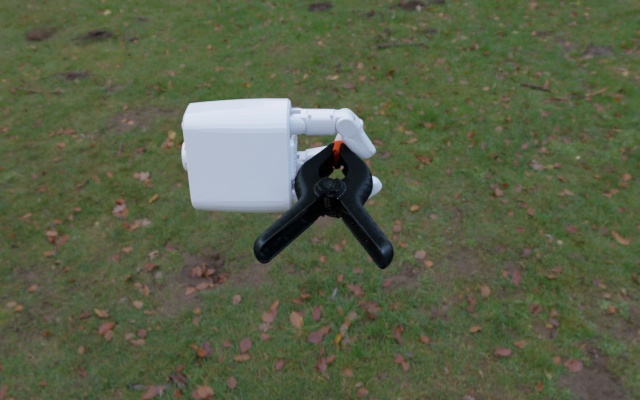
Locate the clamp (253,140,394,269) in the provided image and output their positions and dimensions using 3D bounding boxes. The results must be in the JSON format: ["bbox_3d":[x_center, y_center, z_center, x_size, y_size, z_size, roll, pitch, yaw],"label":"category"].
[{"bbox_3d":[0.000,0.001,0.460,0.120,0.039,0.171,1,38,-2],"label":"clamp"}]
